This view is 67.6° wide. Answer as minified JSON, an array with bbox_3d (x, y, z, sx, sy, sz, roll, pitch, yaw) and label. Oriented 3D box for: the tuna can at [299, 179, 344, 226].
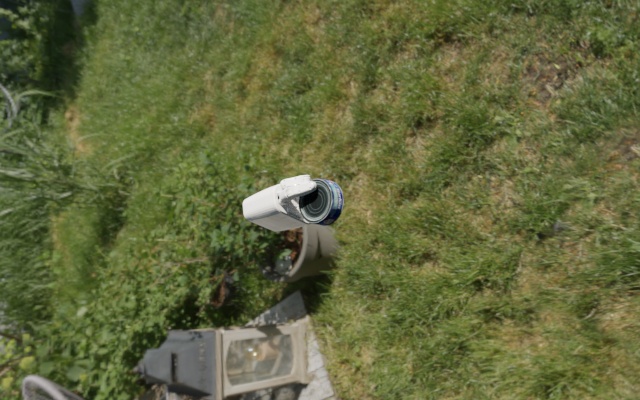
[{"bbox_3d":[0.000,0.003,0.887,0.086,0.086,0.034,0,-7,41],"label":"tuna can"}]
